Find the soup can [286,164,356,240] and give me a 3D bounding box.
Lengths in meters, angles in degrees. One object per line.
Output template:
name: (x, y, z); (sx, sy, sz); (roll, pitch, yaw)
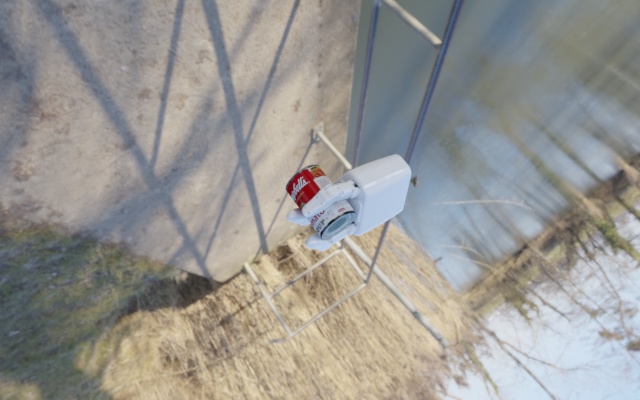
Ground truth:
soup can: (0.000, 0.003, 0.755); (0.068, 0.102, 0.068); (-31, -22, -14)
